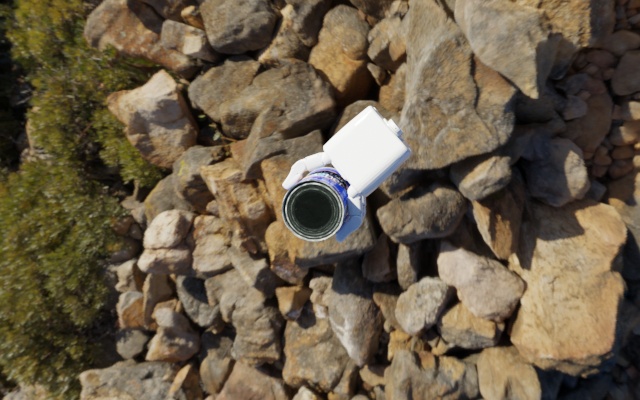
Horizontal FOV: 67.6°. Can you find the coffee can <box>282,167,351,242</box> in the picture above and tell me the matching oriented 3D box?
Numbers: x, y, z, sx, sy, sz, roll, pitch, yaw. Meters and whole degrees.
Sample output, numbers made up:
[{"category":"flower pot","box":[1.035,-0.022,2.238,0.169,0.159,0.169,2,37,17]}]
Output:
[{"category":"coffee can","box":[0.000,0.003,0.827,0.103,0.103,0.140,0,12,11]}]
